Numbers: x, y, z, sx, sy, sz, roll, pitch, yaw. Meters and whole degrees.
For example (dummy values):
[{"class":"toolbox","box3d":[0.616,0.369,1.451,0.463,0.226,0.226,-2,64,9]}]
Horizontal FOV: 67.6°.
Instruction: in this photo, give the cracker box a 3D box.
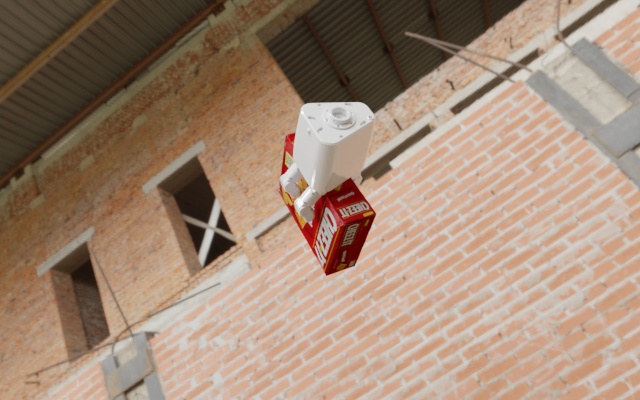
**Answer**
[{"class":"cracker box","box3d":[0.000,0.003,0.860,0.072,0.213,0.164,-17,-33,-23]}]
